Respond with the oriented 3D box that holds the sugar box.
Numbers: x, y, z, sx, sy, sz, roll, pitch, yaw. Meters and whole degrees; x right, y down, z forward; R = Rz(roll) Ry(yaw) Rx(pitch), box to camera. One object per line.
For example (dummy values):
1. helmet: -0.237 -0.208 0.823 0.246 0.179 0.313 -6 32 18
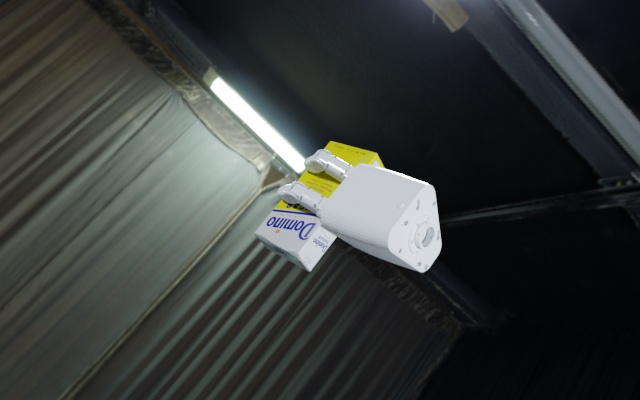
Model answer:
1. sugar box: 0.000 0.002 0.645 0.093 0.176 0.048 20 -27 43
